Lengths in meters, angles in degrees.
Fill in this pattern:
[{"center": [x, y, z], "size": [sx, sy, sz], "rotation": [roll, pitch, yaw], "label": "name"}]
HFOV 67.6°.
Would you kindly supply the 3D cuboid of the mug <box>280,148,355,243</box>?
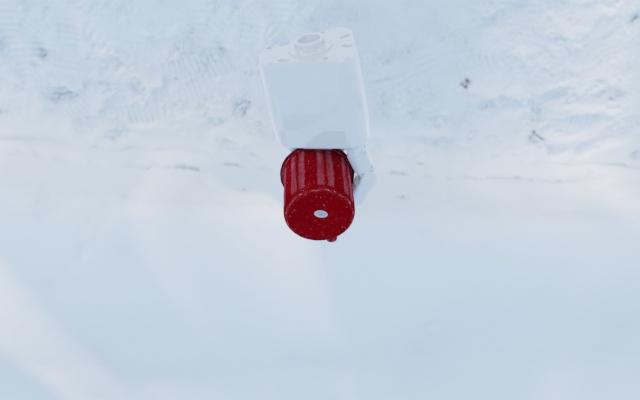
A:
[{"center": [0.000, 0.003, 0.572], "size": [0.093, 0.117, 0.081], "rotation": [-11, 39, 6], "label": "mug"}]
